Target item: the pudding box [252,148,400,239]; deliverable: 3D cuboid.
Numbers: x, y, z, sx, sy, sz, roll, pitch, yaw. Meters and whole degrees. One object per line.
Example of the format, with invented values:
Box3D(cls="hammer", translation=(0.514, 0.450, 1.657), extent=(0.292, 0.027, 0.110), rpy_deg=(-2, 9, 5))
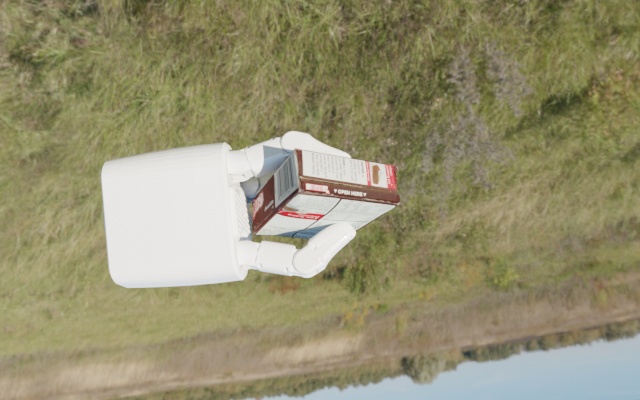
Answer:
Box3D(cls="pudding box", translation=(0.000, 0.001, 0.407), extent=(0.090, 0.039, 0.113), rpy_deg=(6, -21, -24))
